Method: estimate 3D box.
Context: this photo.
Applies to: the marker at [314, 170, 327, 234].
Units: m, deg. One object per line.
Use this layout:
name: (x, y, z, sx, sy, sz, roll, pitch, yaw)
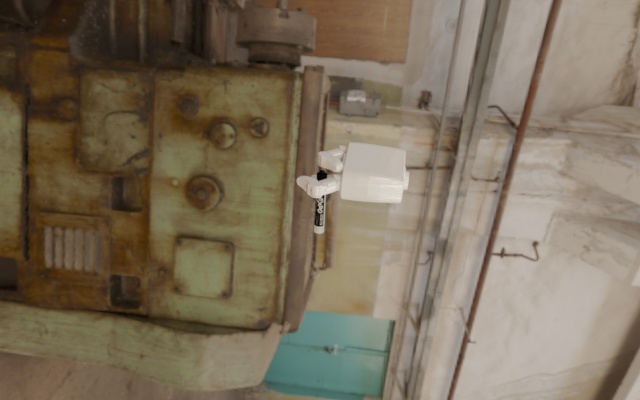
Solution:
marker: (0.000, 0.003, 0.843, 0.020, 0.121, 0.020, 3, 28, -1)
